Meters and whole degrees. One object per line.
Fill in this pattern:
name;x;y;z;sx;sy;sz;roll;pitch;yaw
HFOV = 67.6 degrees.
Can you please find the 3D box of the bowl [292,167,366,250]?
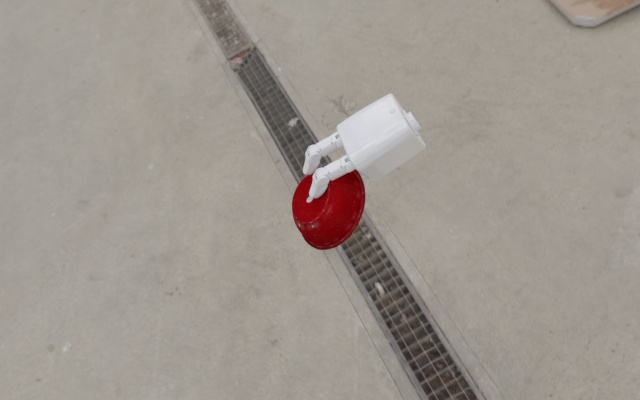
bowl;-0.001;0.004;0.840;0.162;0.162;0.055;0;-16;46
